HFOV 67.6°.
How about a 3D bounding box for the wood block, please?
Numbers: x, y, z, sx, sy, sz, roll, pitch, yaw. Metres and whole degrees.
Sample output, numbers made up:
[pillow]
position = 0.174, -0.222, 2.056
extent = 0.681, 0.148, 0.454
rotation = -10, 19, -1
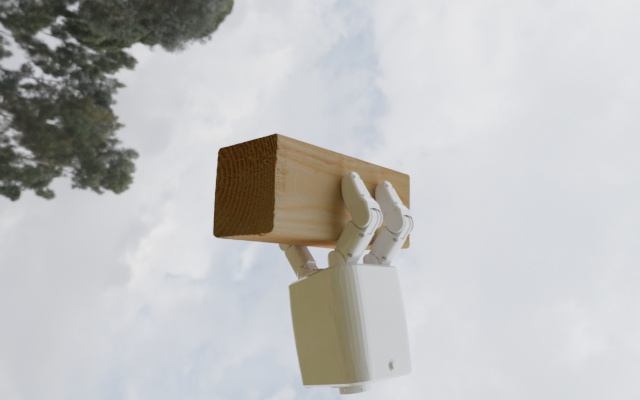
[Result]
[wood block]
position = 0.000, 0.002, 0.505
extent = 0.091, 0.090, 0.206
rotation = -7, -13, 42
